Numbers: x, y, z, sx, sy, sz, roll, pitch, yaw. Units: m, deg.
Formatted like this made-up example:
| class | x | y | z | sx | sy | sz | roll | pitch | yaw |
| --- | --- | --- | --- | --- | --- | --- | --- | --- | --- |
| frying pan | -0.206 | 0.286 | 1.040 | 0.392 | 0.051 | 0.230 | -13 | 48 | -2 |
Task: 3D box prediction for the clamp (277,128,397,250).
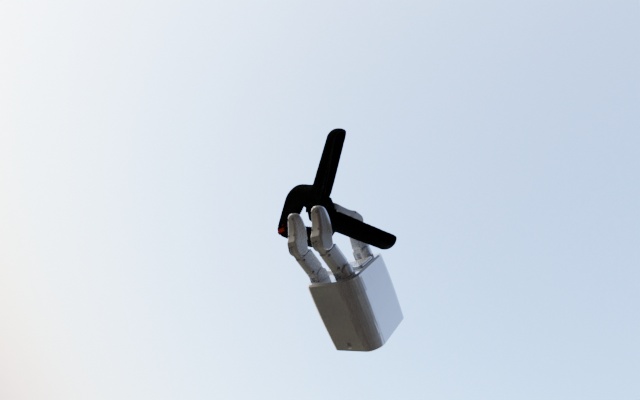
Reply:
| class | x | y | z | sx | sy | sz | roll | pitch | yaw |
| --- | --- | --- | --- | --- | --- | --- | --- | --- | --- |
| clamp | 0.000 | 0.002 | 0.663 | 0.036 | 0.164 | 0.210 | -21 | 2 | -40 |
